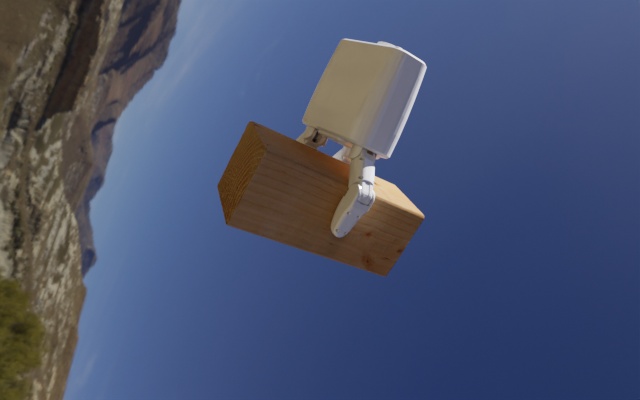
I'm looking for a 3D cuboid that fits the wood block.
[{"bbox_3d":[0.000,0.002,0.539,0.206,0.090,0.090,21,19,-27],"label":"wood block"}]
